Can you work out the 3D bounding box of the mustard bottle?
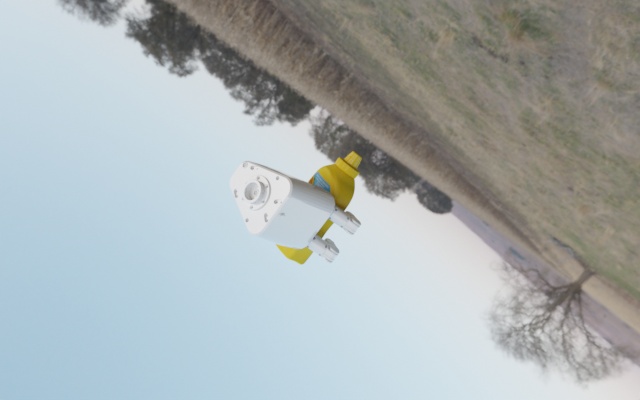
[{"bbox_3d":[0.000,0.003,0.760,0.058,0.191,0.096,31,12,-31],"label":"mustard bottle"}]
